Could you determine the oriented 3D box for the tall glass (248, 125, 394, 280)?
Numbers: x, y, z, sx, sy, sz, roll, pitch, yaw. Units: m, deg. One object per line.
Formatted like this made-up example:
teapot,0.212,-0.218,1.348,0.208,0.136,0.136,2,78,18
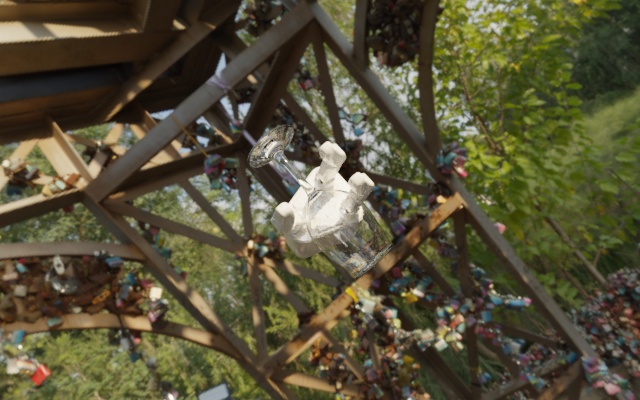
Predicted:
tall glass,0.000,0.001,0.590,0.079,0.201,0.079,-38,-15,-12
